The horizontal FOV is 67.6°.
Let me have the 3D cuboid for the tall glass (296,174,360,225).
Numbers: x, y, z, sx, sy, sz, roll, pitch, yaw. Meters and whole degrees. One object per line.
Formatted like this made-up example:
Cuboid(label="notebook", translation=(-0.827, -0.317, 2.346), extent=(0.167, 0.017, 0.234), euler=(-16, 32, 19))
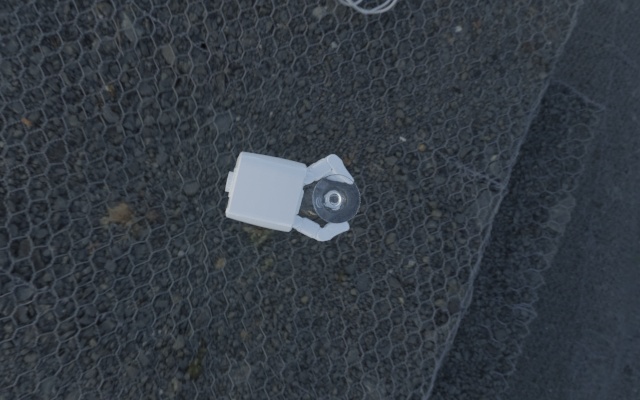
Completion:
Cuboid(label="tall glass", translation=(0.000, 0.003, 0.806), extent=(0.079, 0.079, 0.201), euler=(0, -3, -14))
